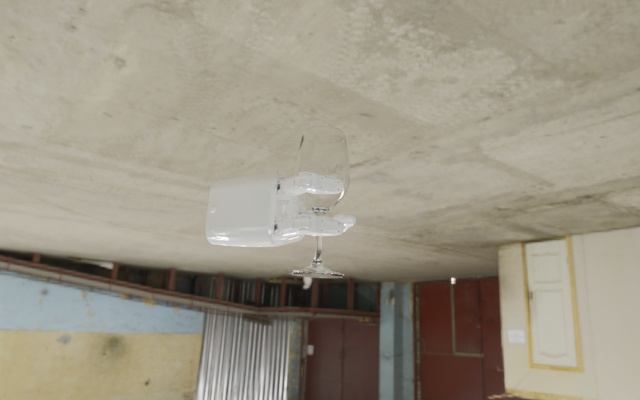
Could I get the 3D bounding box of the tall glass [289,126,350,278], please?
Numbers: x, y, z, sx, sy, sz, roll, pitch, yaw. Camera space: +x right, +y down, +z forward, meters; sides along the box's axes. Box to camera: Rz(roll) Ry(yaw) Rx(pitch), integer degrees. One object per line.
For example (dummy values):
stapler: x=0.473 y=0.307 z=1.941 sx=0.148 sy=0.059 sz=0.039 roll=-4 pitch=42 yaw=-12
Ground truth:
tall glass: x=0.000 y=0.003 z=0.655 sx=0.079 sy=0.201 sz=0.079 roll=3 pitch=-14 yaw=1
